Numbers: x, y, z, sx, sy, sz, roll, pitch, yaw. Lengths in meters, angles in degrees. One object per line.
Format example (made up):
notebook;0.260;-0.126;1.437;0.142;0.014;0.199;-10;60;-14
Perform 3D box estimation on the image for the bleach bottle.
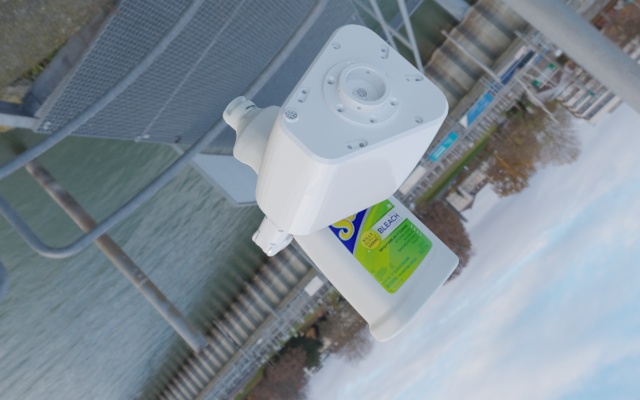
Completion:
bleach bottle;0.000;0.001;0.436;0.102;0.251;0.068;-41;-10;-28
